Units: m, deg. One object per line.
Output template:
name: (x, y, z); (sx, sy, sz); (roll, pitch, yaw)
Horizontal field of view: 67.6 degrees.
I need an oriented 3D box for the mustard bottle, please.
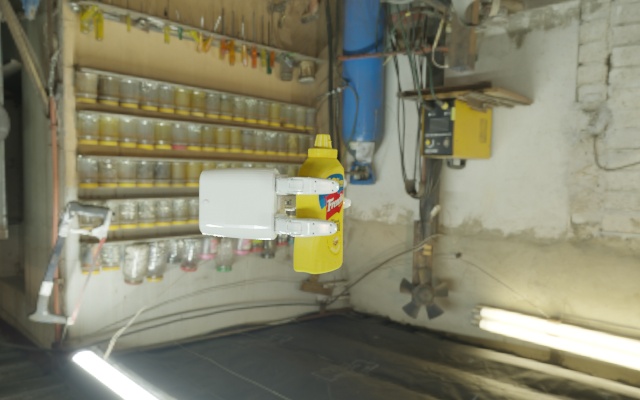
mustard bottle: (0.000, 0.003, 0.680); (0.058, 0.191, 0.096); (4, 4, 29)
